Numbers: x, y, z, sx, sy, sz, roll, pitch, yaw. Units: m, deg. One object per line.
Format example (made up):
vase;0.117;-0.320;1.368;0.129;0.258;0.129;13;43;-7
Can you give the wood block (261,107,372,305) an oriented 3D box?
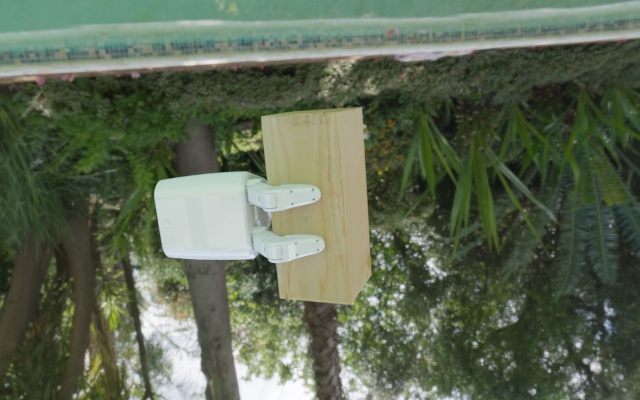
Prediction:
wood block;0.000;0.002;0.547;0.090;0.206;0.091;0;14;20
